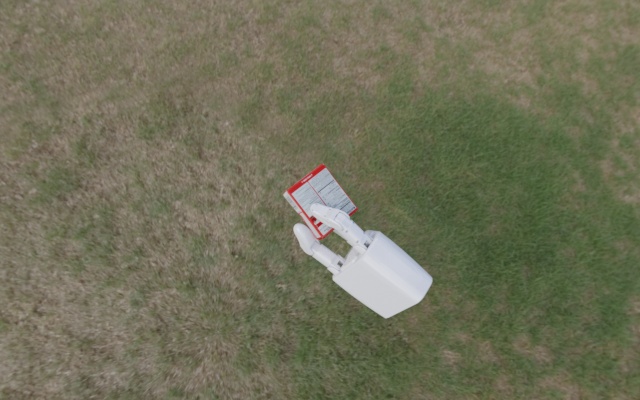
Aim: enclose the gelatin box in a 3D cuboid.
[{"bbox_3d":[0.000,0.002,0.709,0.073,0.089,0.030,-39,3,-20],"label":"gelatin box"}]
